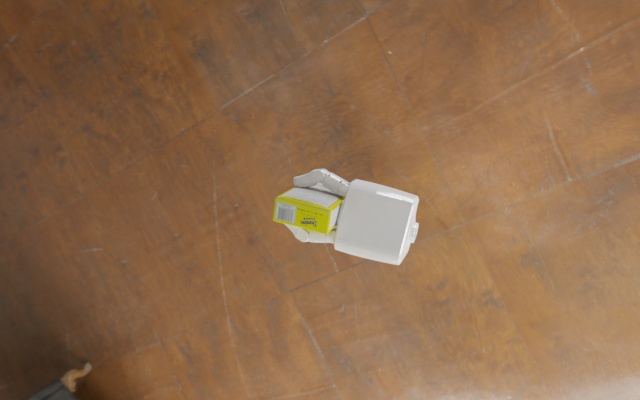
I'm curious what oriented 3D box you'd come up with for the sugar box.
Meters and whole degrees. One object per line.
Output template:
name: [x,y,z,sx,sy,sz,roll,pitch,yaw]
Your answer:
sugar box: [0.000,0.003,0.794,0.093,0.048,0.176,15,16,18]
